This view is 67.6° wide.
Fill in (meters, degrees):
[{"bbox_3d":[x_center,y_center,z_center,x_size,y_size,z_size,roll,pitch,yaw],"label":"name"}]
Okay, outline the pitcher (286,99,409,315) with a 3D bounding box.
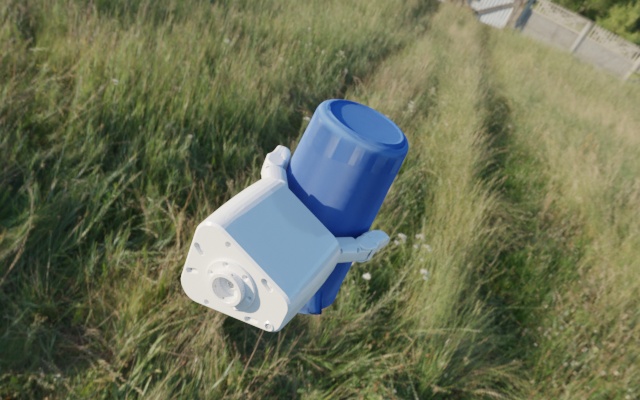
[{"bbox_3d":[0.000,0.002,0.575,0.149,0.243,0.145,33,32,11],"label":"pitcher"}]
